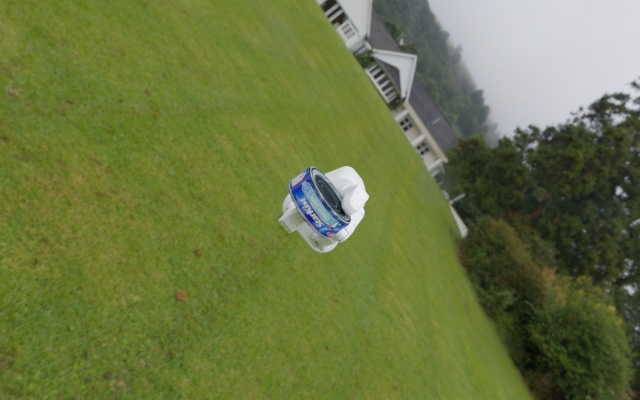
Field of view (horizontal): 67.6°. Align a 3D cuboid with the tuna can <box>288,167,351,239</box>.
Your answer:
[{"bbox_3d":[0.001,0.002,0.578,0.034,0.086,0.086,-35,-10,15],"label":"tuna can"}]
